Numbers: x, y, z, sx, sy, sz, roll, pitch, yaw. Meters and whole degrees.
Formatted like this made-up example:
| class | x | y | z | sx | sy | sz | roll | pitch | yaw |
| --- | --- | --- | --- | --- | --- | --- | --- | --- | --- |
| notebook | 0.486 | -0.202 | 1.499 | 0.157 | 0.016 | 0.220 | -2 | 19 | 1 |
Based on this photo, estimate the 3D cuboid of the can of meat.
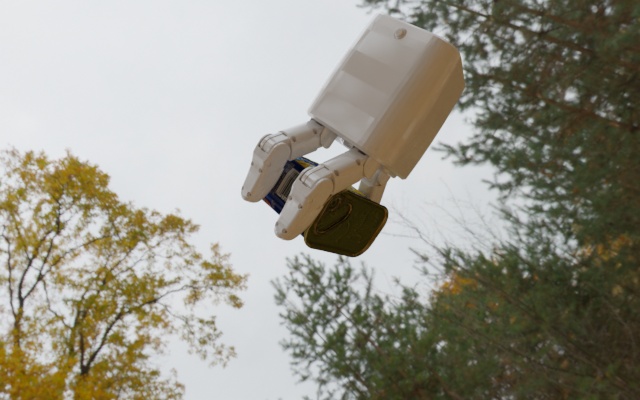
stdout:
| class | x | y | z | sx | sy | sz | roll | pitch | yaw |
| --- | --- | --- | --- | --- | --- | --- | --- | --- | --- |
| can of meat | 0.000 | 0.001 | 0.437 | 0.084 | 0.057 | 0.102 | 40 | 12 | 35 |
